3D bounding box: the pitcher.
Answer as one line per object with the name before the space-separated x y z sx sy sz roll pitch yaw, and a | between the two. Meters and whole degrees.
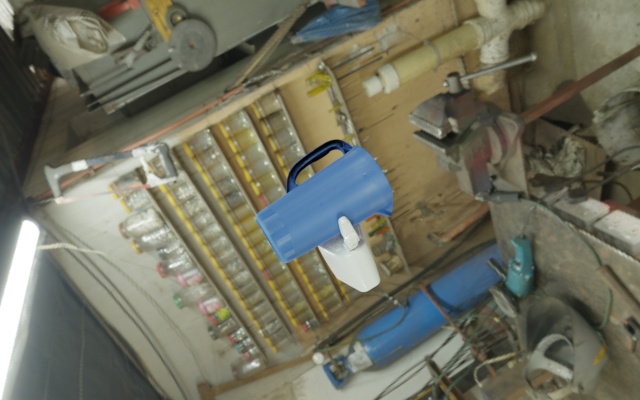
pitcher | 0.000 0.003 0.899 0.243 0.145 0.149 -31 32 -8
